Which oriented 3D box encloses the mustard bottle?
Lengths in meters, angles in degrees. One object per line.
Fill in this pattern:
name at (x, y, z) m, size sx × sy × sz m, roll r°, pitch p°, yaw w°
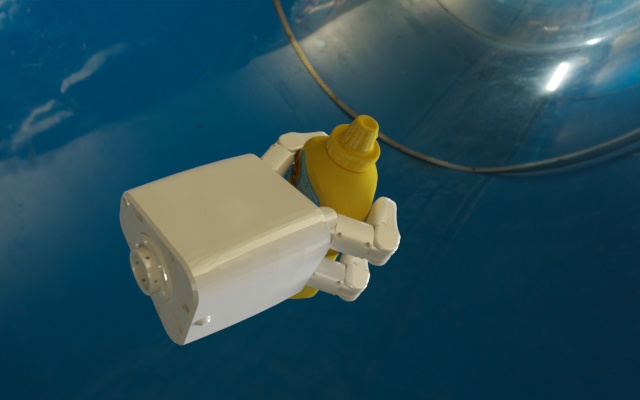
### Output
mustard bottle at (0.000, 0.001, 0.416) m, size 0.058 × 0.096 × 0.192 m, roll 3°, pitch -39°, yaw -24°
